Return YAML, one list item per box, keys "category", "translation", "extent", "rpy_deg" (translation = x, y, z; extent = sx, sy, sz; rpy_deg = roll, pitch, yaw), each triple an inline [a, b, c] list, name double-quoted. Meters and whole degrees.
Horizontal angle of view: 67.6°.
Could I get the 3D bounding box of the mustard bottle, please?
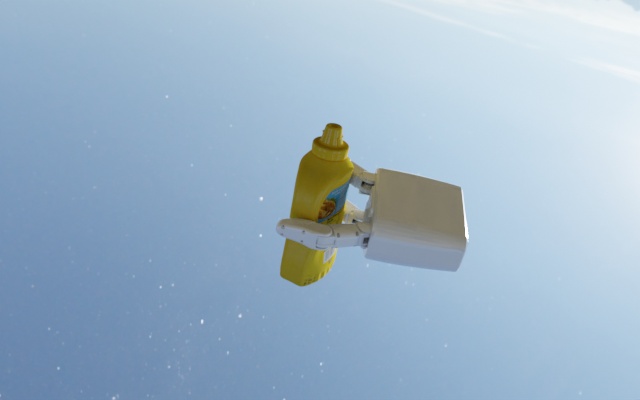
- category: "mustard bottle"
  translation: [0.000, 0.002, 0.558]
  extent: [0.058, 0.192, 0.096]
  rpy_deg: [24, 32, 20]
